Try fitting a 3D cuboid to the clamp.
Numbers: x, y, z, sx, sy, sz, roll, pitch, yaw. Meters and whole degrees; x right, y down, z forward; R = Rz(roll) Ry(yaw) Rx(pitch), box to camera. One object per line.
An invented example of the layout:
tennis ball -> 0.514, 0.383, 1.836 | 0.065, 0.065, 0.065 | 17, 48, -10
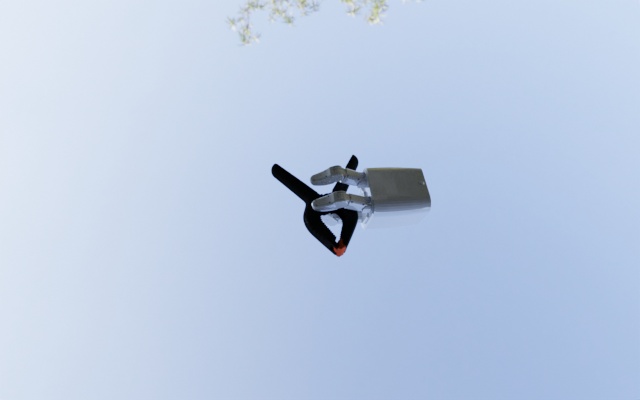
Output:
clamp -> 0.000, 0.004, 0.835 | 0.164, 0.209, 0.036 | -3, -37, -7
